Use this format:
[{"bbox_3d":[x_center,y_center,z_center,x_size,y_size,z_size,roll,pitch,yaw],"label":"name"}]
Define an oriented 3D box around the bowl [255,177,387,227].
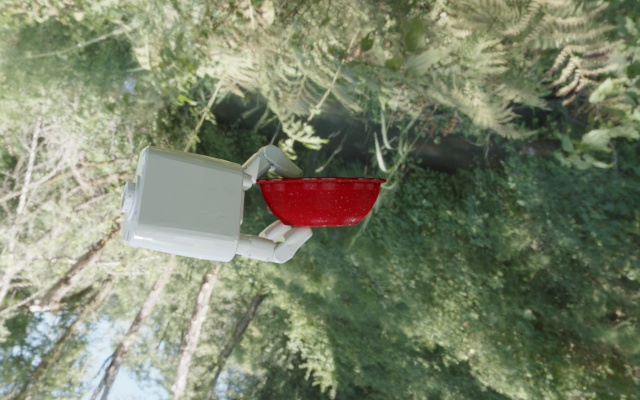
[{"bbox_3d":[0.001,0.002,0.583,0.162,0.055,0.162,-1,0,0],"label":"bowl"}]
